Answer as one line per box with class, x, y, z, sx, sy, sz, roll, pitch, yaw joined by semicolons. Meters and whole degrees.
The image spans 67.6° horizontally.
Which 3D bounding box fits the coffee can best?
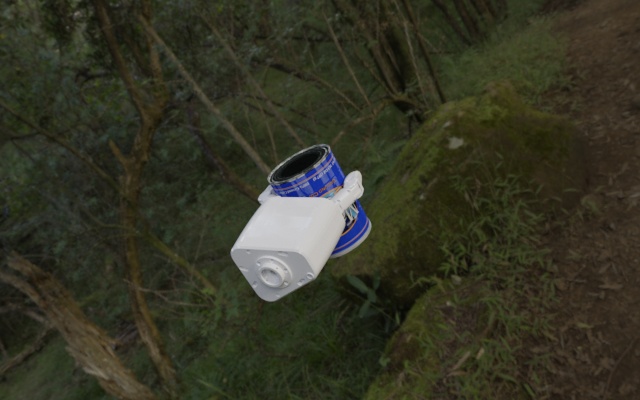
coffee can;0.000;0.002;0.711;0.103;0.140;0.102;-25;22;11
